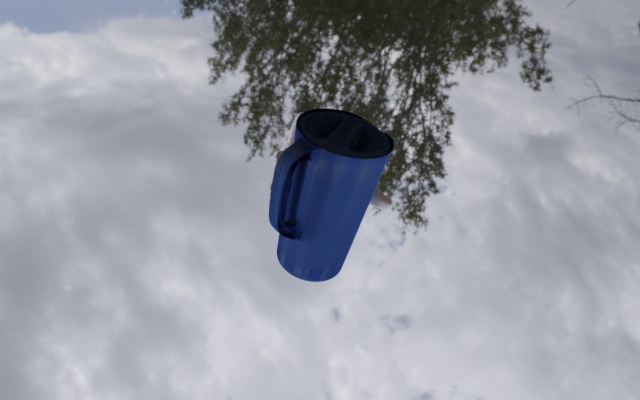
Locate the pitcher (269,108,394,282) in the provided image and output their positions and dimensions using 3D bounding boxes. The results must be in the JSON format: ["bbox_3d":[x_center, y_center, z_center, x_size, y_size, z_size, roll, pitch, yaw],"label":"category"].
[{"bbox_3d":[0.000,0.002,0.688,0.149,0.243,0.145,11,34,-7],"label":"pitcher"}]
